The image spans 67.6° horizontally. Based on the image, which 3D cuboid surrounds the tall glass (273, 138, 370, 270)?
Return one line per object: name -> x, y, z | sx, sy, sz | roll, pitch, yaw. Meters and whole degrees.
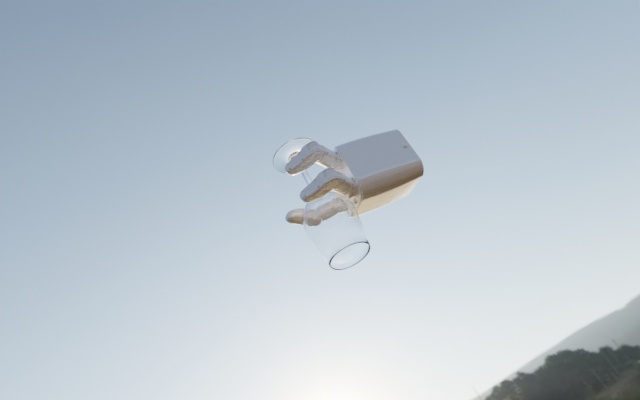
tall glass -> 0.000, 0.002, 0.694 | 0.079, 0.201, 0.079 | -19, -34, -14
